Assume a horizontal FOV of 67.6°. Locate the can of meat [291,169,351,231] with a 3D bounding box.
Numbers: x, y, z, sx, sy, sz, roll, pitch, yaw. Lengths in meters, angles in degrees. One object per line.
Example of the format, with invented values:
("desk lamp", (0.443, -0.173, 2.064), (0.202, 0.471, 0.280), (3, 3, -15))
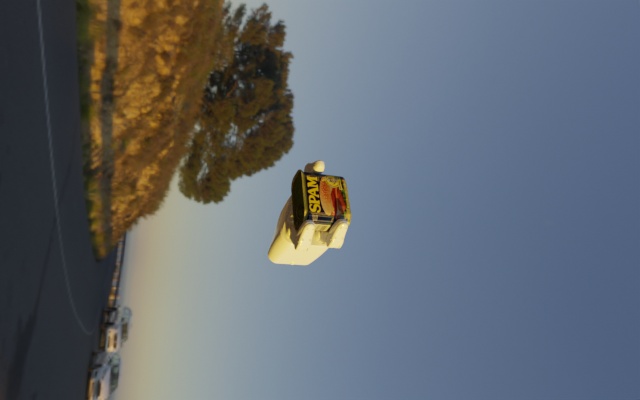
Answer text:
("can of meat", (0.000, 0.003, 0.811), (0.084, 0.102, 0.057), (6, -31, -21))
